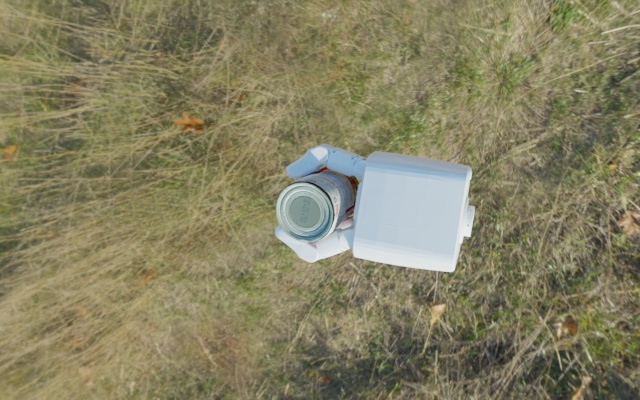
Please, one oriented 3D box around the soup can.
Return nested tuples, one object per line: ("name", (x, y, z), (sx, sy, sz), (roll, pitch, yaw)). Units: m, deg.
("soup can", (0.000, 0.002, 0.540), (0.068, 0.068, 0.102), (0, 13, 21))
